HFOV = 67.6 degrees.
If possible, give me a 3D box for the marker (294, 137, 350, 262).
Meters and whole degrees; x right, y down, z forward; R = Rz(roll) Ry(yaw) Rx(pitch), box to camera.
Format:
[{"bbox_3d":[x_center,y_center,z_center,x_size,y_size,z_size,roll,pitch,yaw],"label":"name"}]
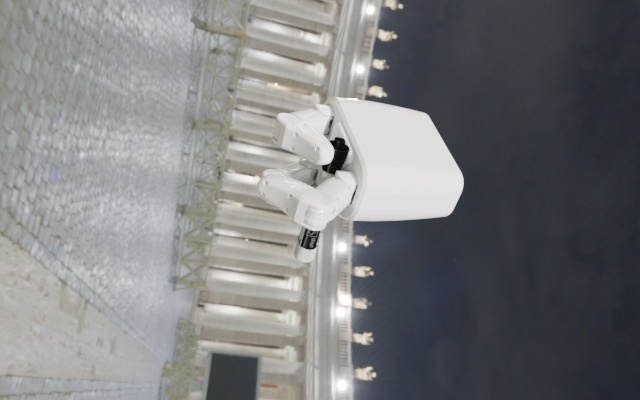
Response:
[{"bbox_3d":[0.000,0.001,0.407,0.020,0.121,0.020,13,31,-8],"label":"marker"}]
